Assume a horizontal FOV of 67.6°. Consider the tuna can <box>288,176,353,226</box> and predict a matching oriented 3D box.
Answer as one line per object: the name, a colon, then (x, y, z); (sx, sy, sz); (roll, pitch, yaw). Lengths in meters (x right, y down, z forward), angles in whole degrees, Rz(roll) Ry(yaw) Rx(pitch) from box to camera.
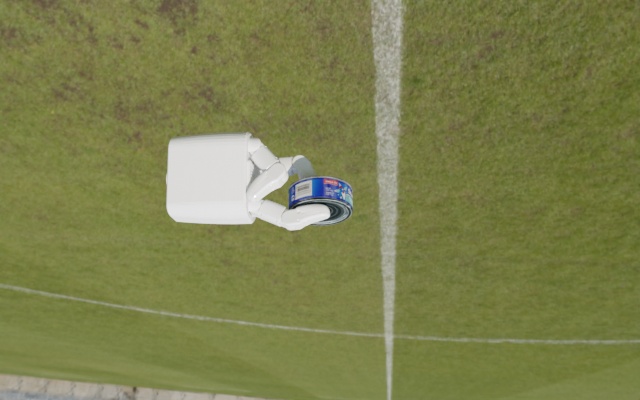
tuna can: (0.000, 0.003, 0.630); (0.086, 0.033, 0.086); (0, -26, 0)
